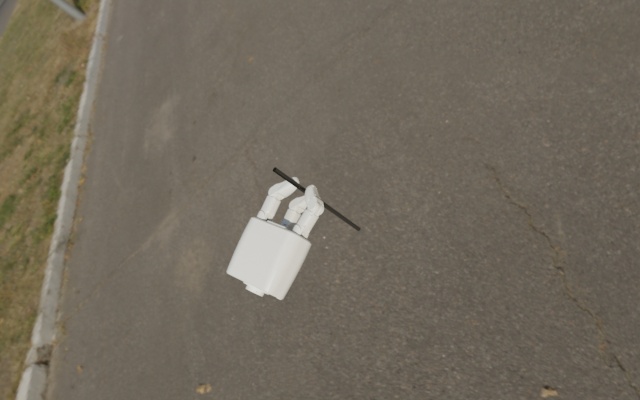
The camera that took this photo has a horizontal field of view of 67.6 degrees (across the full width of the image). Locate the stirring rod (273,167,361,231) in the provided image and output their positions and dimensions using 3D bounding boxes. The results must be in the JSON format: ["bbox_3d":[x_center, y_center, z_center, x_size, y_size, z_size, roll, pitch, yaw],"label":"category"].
[{"bbox_3d":[0.000,0.003,0.852,0.011,0.011,0.240,0,-26,44],"label":"stirring rod"}]
